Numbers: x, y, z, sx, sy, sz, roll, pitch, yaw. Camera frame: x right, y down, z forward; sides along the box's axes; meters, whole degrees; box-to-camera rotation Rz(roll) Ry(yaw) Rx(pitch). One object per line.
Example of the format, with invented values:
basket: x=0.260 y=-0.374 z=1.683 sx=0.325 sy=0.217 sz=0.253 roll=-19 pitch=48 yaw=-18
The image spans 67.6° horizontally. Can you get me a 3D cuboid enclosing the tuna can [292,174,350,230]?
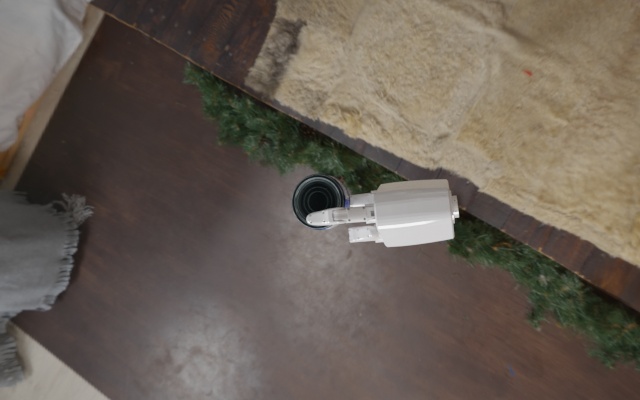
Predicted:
tuna can: x=0.000 y=0.002 z=0.726 sx=0.086 sy=0.086 sz=0.034 roll=0 pitch=-2 yaw=18
